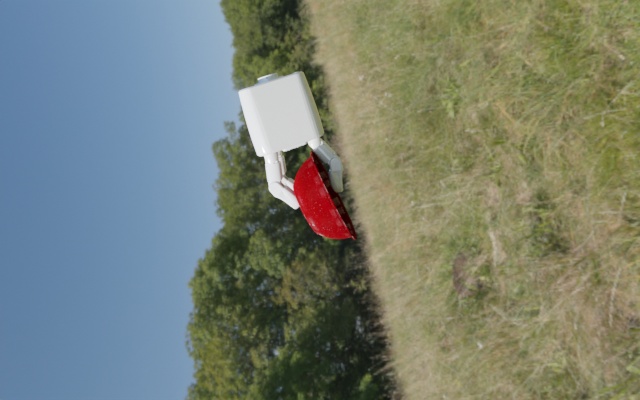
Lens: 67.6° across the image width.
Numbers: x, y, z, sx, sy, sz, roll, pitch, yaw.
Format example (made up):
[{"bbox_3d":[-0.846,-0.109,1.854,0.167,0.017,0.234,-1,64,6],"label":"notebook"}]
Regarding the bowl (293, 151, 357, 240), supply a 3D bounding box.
[{"bbox_3d":[0.000,0.004,0.780,0.055,0.162,0.162,-27,-3,7],"label":"bowl"}]
